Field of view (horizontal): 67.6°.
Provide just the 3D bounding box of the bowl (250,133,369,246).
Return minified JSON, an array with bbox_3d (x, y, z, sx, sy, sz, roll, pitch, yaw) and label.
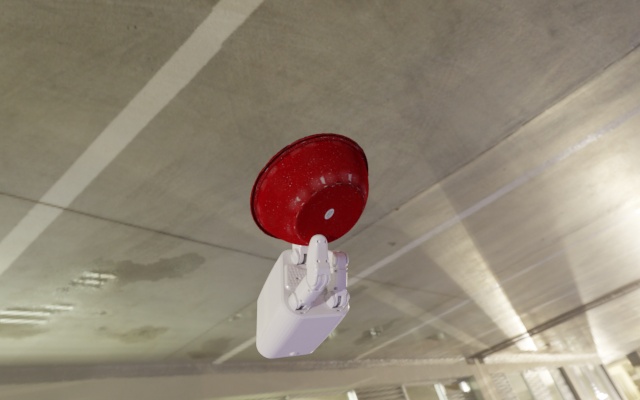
[{"bbox_3d":[0.000,0.001,0.574,0.162,0.162,0.055,0,35,-32],"label":"bowl"}]
